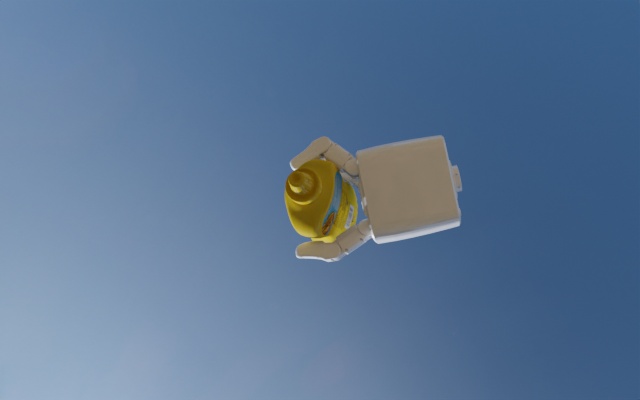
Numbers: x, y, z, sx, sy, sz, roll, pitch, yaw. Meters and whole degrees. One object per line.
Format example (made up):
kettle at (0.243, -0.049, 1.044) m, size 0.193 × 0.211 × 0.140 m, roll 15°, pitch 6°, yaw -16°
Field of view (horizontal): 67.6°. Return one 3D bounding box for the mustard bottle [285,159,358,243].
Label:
mustard bottle at (0.000, 0.002, 0.599) m, size 0.058 × 0.096 × 0.192 m, roll 12°, pitch -11°, yaw 18°
